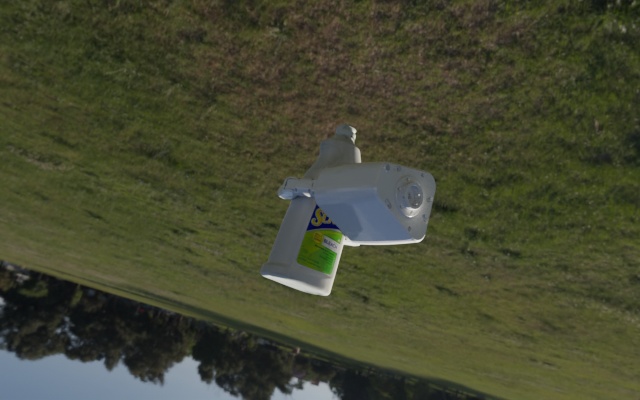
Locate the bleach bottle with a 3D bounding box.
[{"bbox_3d":[0.000,0.002,0.689,0.102,0.250,0.068,28,-20,-34],"label":"bleach bottle"}]
